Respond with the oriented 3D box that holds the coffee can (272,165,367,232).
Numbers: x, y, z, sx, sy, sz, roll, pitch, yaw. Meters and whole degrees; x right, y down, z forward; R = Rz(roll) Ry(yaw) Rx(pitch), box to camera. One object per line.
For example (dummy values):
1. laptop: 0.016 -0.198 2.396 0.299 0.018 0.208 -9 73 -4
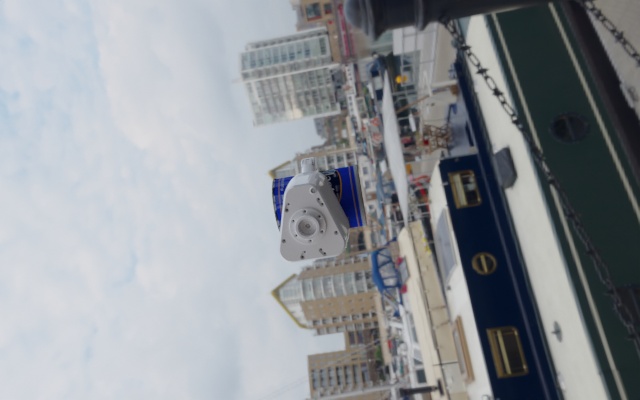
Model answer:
1. coffee can: 0.000 0.002 0.789 0.140 0.103 0.103 -9 -1 5
